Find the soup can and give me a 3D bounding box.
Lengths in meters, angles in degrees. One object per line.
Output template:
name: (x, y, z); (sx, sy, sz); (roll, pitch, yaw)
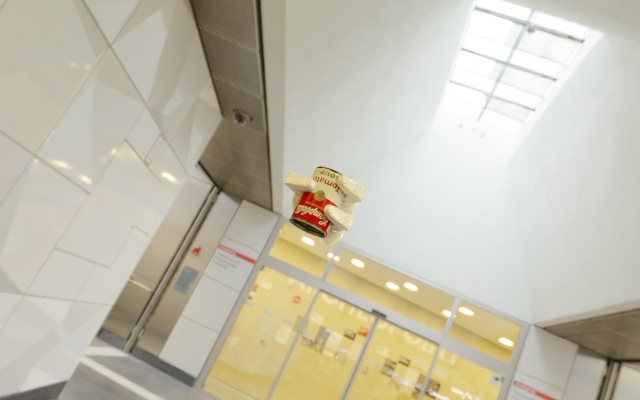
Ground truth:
soup can: (0.000, 0.002, 0.801); (0.068, 0.102, 0.068); (24, -16, 7)
